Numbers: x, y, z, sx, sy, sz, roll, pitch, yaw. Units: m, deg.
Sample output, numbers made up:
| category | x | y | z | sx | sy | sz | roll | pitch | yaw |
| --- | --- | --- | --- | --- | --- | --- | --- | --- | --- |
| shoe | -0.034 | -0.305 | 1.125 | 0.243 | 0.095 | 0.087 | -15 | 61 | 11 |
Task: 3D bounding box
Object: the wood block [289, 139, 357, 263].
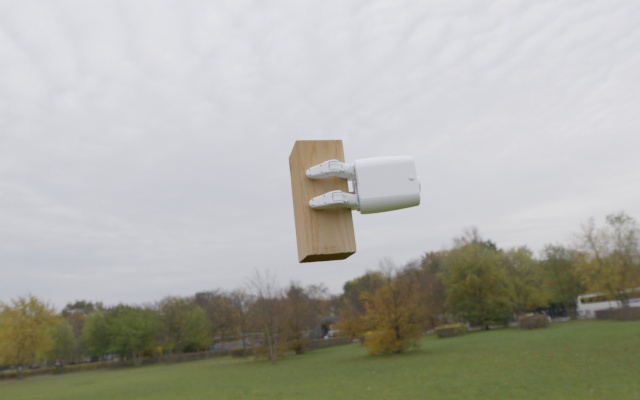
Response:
| category | x | y | z | sx | sy | sz | roll | pitch | yaw |
| --- | --- | --- | --- | --- | --- | --- | --- | --- | --- |
| wood block | 0.000 | 0.003 | 0.867 | 0.090 | 0.206 | 0.091 | -3 | -16 | -13 |
